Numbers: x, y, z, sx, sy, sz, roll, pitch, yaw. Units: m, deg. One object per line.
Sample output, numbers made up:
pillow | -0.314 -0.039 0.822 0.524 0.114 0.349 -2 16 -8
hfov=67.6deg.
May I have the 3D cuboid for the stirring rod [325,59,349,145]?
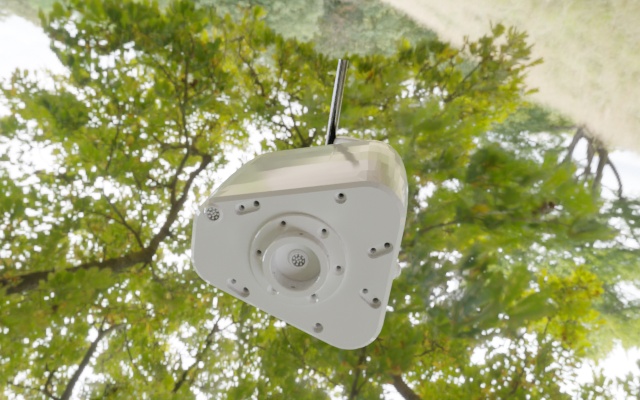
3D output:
stirring rod | 0.000 0.001 0.416 0.011 0.239 0.011 8 17 -3
